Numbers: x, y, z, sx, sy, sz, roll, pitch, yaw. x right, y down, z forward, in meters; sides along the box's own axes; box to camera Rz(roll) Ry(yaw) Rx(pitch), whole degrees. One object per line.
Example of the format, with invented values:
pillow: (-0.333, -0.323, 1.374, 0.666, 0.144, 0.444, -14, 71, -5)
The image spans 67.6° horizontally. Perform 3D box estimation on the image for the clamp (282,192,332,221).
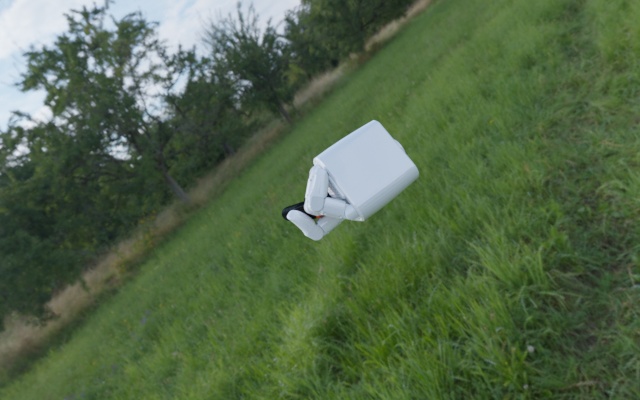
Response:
clamp: (0.000, 0.002, 0.779, 0.120, 0.039, 0.171, -32, 8, -9)
